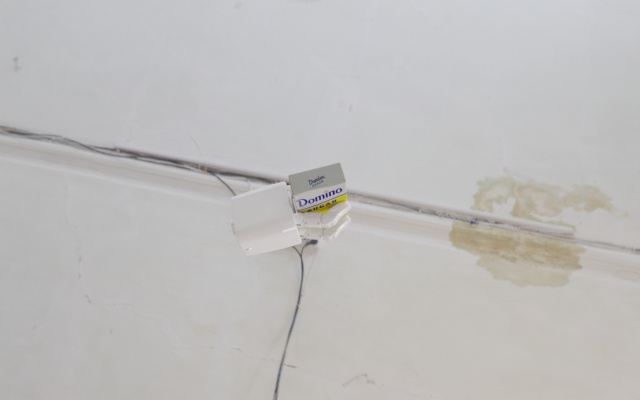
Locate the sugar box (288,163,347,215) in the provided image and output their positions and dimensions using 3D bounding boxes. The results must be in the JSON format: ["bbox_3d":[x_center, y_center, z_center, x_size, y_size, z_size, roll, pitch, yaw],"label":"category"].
[{"bbox_3d":[0.000,0.003,0.862,0.093,0.048,0.176,-14,-24,-2],"label":"sugar box"}]
